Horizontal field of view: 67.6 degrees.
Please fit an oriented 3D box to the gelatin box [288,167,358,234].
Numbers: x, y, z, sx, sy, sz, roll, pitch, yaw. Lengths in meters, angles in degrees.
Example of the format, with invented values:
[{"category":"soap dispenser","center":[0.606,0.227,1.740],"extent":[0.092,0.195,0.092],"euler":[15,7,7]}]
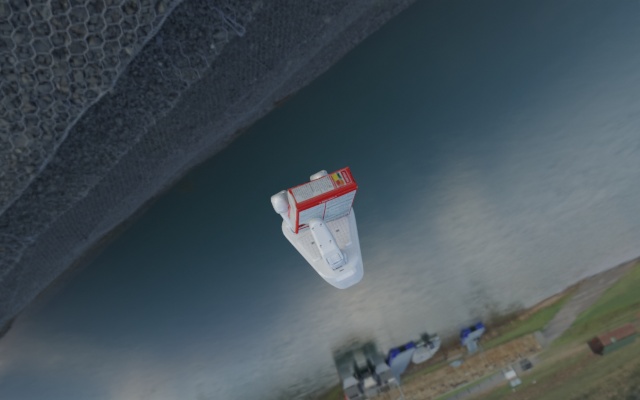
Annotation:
[{"category":"gelatin box","center":[0.000,0.002,0.553],"extent":[0.073,0.030,0.089],"euler":[-21,-19,-11]}]
